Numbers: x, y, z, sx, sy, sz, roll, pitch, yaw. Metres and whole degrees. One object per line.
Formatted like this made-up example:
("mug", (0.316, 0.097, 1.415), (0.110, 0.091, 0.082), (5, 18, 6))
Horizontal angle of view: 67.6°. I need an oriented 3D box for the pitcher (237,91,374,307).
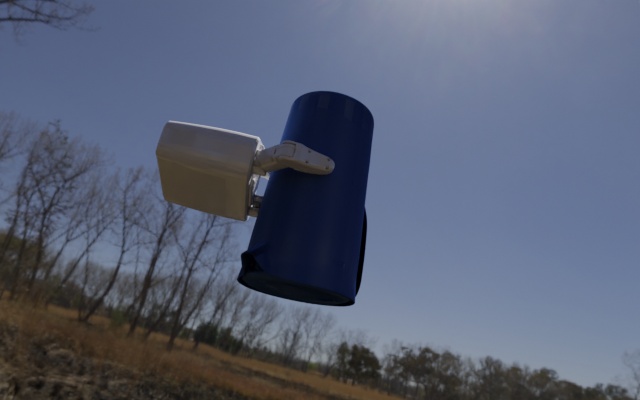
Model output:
("pitcher", (0.000, 0.002, 0.576), (0.145, 0.242, 0.149), (12, -20, -1))
